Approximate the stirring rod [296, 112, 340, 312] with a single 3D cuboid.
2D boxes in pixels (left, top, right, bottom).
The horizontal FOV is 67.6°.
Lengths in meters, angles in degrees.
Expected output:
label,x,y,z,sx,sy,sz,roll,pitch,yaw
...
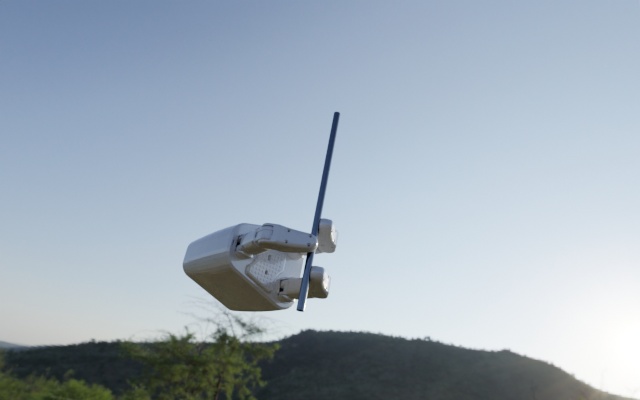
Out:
label,x,y,z,sx,sy,sz,roll,pitch,yaw
stirring rod,0.000,0.002,0.519,0.011,0.239,0.011,9,-27,4
